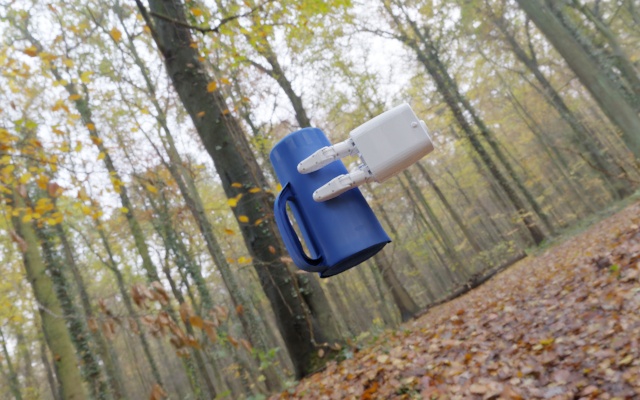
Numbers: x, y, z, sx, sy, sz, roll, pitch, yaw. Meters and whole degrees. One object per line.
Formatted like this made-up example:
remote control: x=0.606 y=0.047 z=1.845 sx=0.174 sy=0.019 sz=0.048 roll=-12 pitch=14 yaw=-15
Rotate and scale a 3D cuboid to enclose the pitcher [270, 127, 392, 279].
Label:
pitcher: x=0.000 y=0.003 z=0.808 sx=0.145 sy=0.242 sz=0.149 roll=-30 pitch=-16 yaw=8
